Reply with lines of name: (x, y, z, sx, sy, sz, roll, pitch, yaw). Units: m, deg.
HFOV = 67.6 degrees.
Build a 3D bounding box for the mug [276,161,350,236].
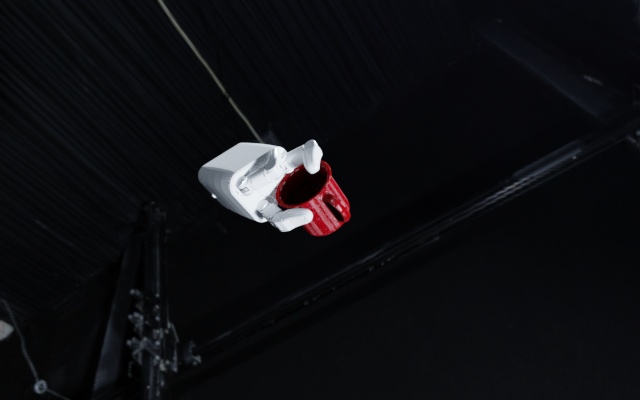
mug: (0.001, 0.003, 0.716, 0.117, 0.093, 0.081, 18, -27, 46)
